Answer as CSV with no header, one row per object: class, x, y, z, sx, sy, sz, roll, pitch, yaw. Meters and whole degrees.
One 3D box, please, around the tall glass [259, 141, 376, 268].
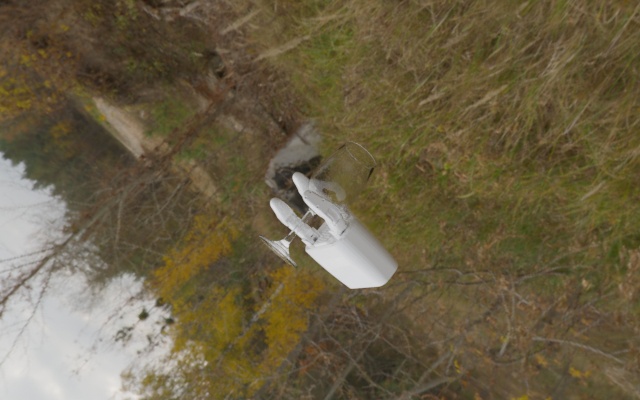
tall glass,0.000,0.003,0.724,0.079,0.201,0.079,38,-13,10
